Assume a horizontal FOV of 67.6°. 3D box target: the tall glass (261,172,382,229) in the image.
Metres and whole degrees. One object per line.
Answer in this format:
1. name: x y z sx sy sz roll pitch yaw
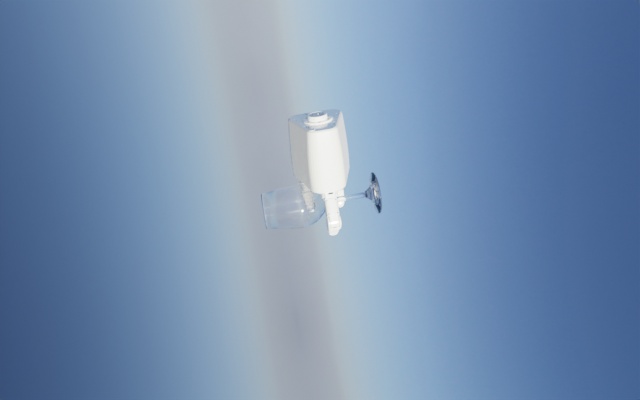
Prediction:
1. tall glass: 0.001 0.003 0.832 0.201 0.079 0.079 -10 1 -5
